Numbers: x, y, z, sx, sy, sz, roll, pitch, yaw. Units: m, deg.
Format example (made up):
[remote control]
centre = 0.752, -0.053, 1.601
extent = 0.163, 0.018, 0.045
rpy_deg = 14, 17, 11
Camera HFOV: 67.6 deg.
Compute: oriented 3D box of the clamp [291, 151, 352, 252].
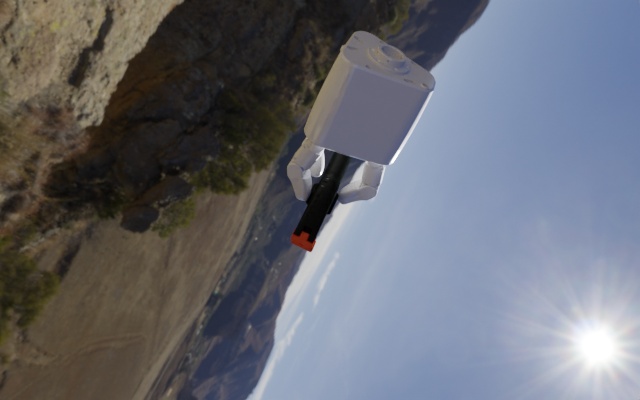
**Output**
[clamp]
centre = 0.001, 0.003, 0.631
extent = 0.036, 0.165, 0.209
rpy_deg = 25, 42, 0
